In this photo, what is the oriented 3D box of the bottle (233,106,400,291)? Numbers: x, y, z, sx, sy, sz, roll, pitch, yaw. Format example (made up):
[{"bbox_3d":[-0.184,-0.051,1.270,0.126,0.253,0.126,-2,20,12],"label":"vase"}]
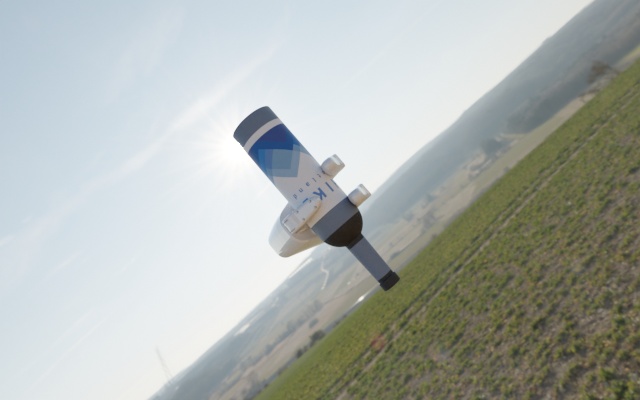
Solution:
[{"bbox_3d":[0.000,0.002,0.649,0.069,0.295,0.069,-41,-5,-4],"label":"bottle"}]
